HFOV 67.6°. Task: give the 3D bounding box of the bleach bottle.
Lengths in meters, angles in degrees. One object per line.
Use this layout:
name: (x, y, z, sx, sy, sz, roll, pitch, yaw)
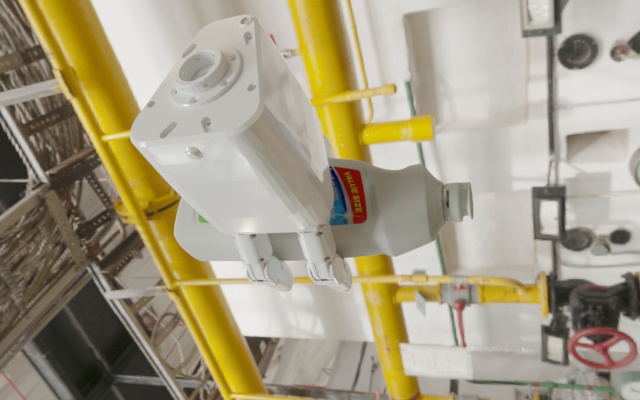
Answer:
bleach bottle: (0.000, 0.001, 0.413, 0.251, 0.102, 0.068, -4, -34, 22)
